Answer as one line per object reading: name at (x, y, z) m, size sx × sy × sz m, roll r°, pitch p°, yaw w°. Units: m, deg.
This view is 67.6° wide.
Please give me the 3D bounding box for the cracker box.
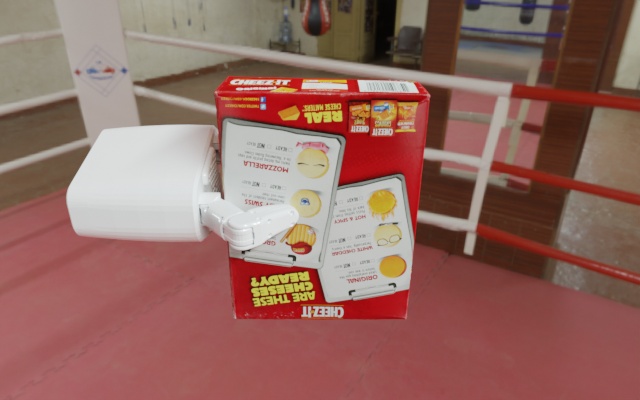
cracker box at (0.000, 0.001, 0.427) m, size 0.164 × 0.214 × 0.072 m, roll 0°, pitch 26°, yaw 0°
